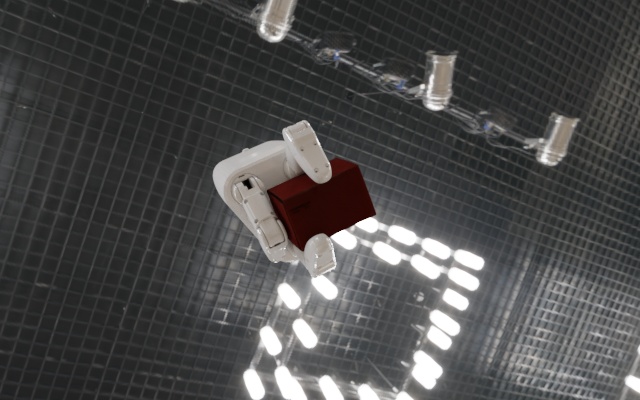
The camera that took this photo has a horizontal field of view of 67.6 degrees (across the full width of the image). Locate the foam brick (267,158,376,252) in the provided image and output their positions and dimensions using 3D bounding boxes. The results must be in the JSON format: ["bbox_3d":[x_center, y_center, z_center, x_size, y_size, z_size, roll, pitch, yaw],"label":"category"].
[{"bbox_3d":[0.000,0.001,0.437,0.078,0.053,0.051,-25,20,-14],"label":"foam brick"}]
